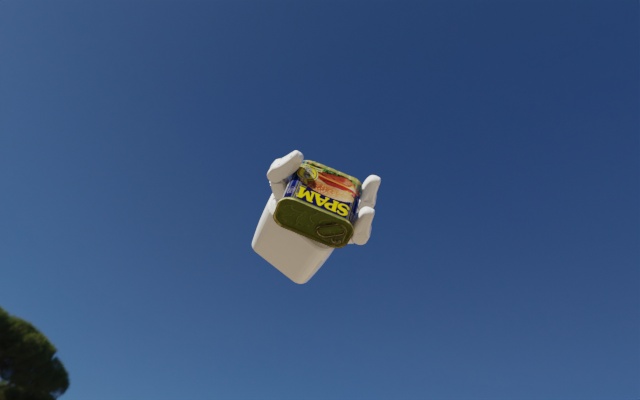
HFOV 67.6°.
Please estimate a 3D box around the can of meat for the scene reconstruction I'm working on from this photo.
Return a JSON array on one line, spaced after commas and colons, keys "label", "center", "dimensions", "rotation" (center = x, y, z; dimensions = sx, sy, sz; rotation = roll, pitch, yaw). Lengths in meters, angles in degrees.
[{"label": "can of meat", "center": [0.000, 0.002, 0.624], "dimensions": [0.102, 0.084, 0.057], "rotation": [22, -44, -3]}]
